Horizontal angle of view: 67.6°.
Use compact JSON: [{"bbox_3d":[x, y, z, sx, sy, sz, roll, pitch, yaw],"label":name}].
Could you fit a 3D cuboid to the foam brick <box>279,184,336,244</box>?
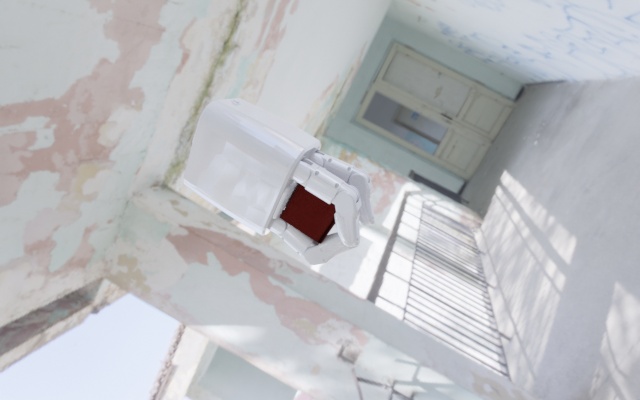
[{"bbox_3d":[0.000,0.002,0.517,0.051,0.053,0.078,33,19,4],"label":"foam brick"}]
